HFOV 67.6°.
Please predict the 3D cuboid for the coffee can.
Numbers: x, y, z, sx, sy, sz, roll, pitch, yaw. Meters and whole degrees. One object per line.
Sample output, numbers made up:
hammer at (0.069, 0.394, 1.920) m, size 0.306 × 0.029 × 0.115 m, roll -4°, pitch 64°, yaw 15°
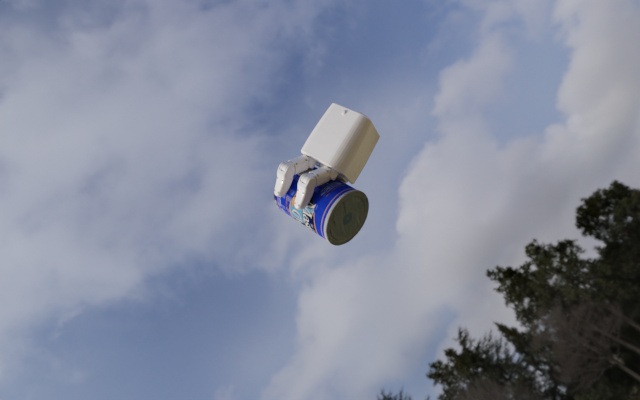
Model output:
coffee can at (0.000, 0.003, 0.845) m, size 0.140 × 0.103 × 0.103 m, roll 31°, pitch 20°, yaw 38°
